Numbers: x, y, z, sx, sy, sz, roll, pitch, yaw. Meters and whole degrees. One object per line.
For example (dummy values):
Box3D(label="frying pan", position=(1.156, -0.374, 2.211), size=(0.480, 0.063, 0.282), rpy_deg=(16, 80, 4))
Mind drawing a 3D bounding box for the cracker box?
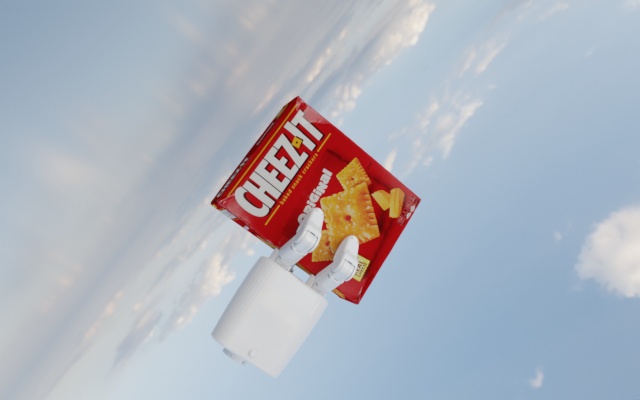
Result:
Box3D(label="cracker box", position=(0.000, 0.002, 0.599), size=(0.214, 0.164, 0.072), rpy_deg=(38, -14, -15))
